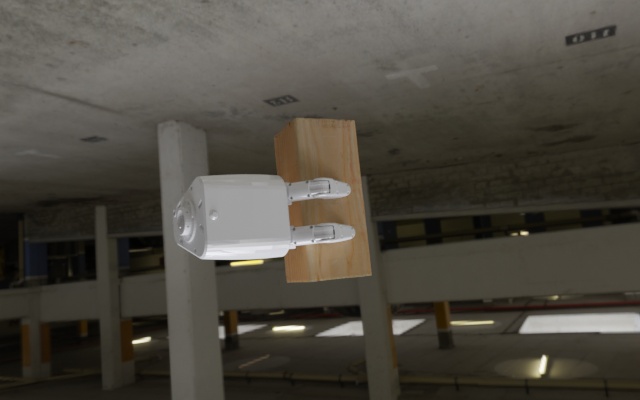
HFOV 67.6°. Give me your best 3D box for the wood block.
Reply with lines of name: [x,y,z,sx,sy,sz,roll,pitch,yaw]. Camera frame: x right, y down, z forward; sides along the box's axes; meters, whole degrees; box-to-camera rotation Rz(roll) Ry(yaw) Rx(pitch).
wood block: [0.000,0.002,0.646,0.090,0.206,0.091,-2,-8,-24]
